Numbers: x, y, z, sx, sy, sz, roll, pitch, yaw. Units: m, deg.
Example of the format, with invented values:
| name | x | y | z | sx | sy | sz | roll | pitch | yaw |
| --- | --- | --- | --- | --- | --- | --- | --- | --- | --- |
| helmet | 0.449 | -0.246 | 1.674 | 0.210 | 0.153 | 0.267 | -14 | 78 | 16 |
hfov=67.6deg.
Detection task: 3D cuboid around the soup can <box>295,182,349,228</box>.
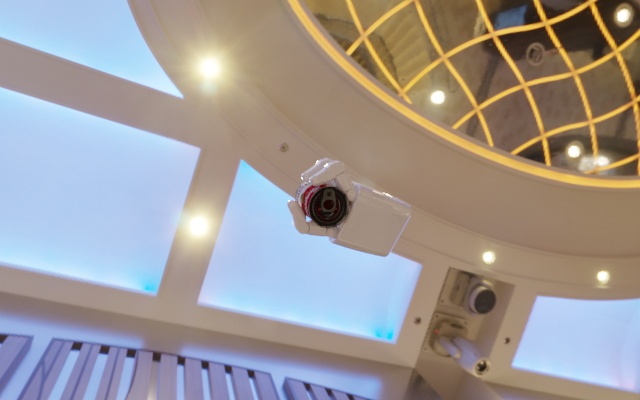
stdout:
| name | x | y | z | sx | sy | sz | roll | pitch | yaw |
| --- | --- | --- | --- | --- | --- | --- | --- | --- | --- |
| soup can | 0.000 | 0.003 | 0.802 | 0.068 | 0.068 | 0.102 | 0 | 10 | -16 |
